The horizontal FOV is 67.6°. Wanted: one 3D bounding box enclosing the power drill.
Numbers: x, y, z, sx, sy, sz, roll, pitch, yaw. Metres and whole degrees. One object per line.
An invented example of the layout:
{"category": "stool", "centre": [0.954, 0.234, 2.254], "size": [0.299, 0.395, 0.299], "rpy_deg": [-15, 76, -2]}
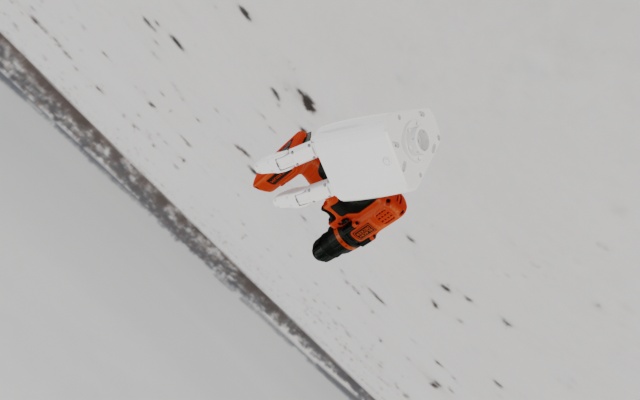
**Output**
{"category": "power drill", "centre": [0.000, 0.002, 0.683], "size": [0.188, 0.057, 0.184], "rpy_deg": [36, -51, -19]}
